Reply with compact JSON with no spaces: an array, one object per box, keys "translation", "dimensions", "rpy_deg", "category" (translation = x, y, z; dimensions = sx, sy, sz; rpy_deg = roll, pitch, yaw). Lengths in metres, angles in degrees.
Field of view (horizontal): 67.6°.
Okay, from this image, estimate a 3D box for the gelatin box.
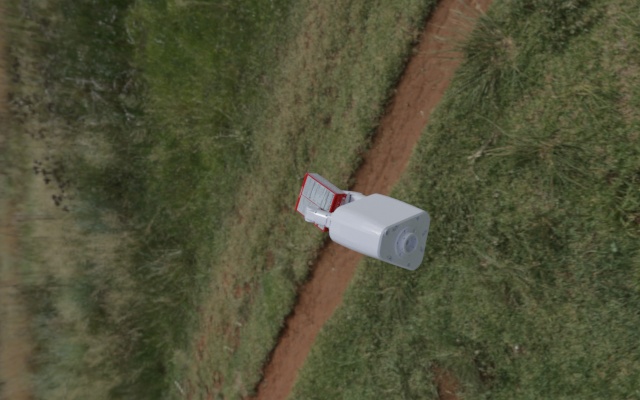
[{"translation":[0.000,0.003,0.831],"dimensions":[0.030,0.073,0.089],"rpy_deg":[-1,27,-43],"category":"gelatin box"}]
